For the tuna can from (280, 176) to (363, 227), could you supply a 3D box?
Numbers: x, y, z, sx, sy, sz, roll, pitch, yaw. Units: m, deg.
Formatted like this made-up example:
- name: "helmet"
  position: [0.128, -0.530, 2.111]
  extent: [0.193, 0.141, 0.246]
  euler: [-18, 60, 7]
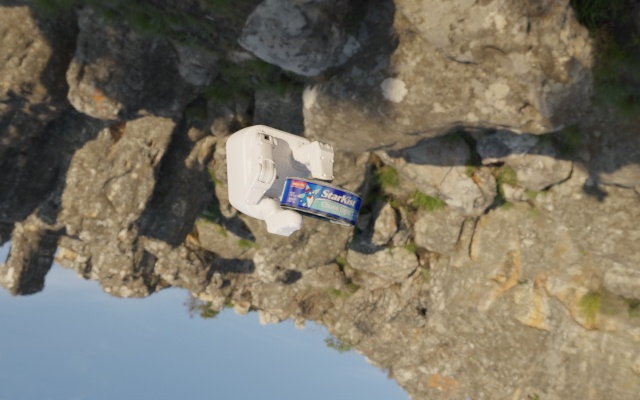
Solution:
- name: "tuna can"
  position: [0.000, 0.002, 0.513]
  extent: [0.086, 0.033, 0.086]
  euler: [15, -5, 1]
